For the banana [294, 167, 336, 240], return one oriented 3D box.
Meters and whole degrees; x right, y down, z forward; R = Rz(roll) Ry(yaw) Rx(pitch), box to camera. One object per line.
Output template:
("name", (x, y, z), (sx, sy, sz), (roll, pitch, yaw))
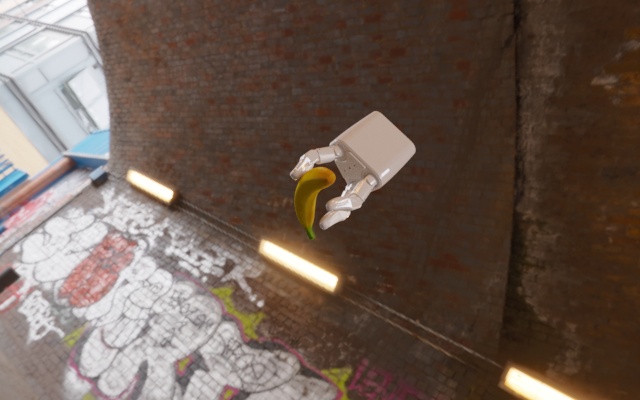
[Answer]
("banana", (-0.013, -0.008, 0.790), (0.037, 0.069, 0.198), (-35, -20, -26))
